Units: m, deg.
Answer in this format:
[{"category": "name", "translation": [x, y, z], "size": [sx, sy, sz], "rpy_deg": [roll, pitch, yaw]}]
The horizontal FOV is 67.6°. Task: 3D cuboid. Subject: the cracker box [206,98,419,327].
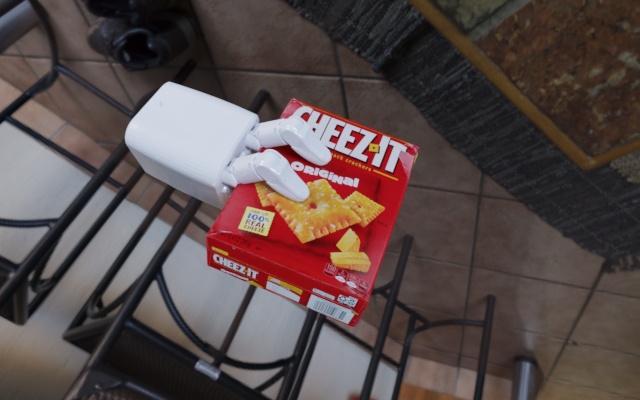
[{"category": "cracker box", "translation": [0.000, 0.002, 0.514], "size": [0.164, 0.213, 0.072], "rpy_deg": [22, -36, 4]}]
